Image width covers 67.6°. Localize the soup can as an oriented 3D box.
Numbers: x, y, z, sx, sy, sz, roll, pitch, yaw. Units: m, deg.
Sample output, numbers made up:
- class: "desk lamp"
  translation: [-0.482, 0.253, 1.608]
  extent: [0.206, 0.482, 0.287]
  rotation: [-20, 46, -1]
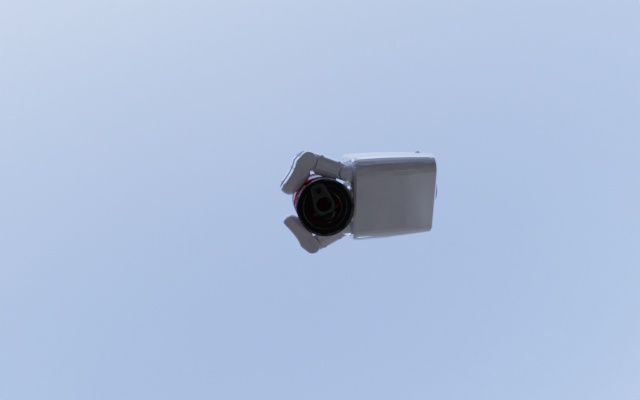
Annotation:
- class: "soup can"
  translation: [0.000, 0.002, 0.602]
  extent: [0.068, 0.068, 0.102]
  rotation: [0, 7, -7]
